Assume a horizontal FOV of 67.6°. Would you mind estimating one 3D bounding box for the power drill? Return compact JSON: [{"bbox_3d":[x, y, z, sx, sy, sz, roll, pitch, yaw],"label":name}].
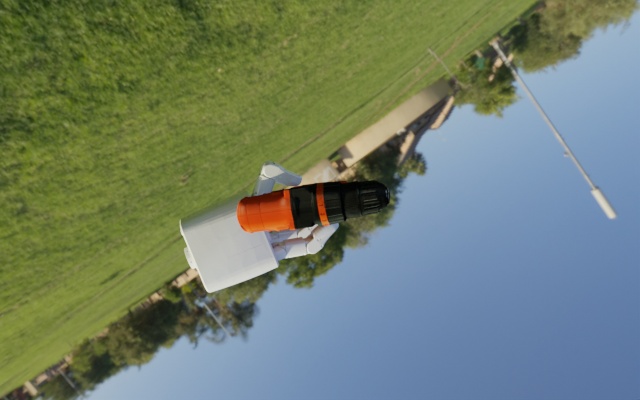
[{"bbox_3d":[0.000,0.002,0.637,0.184,0.057,0.187,-6,0,8],"label":"power drill"}]
